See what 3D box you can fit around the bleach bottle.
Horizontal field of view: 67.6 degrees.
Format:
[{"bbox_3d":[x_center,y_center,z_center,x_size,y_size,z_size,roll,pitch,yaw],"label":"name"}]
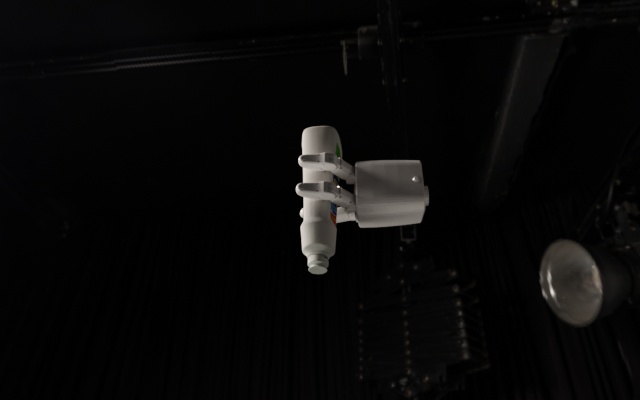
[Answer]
[{"bbox_3d":[0.000,0.002,0.780,0.068,0.250,0.103,-3,-33,7],"label":"bleach bottle"}]
